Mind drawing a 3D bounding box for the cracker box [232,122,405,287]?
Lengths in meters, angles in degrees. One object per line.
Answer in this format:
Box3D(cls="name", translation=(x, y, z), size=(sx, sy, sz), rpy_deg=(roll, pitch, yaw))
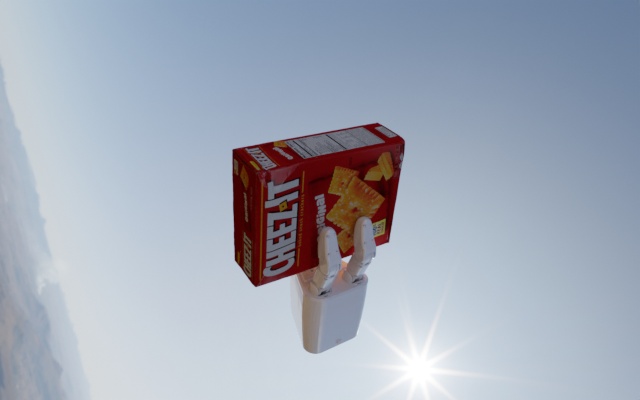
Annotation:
Box3D(cls="cracker box", translation=(0.000, 0.002, 0.610), size=(0.213, 0.164, 0.072), rpy_deg=(-15, 36, -30))
